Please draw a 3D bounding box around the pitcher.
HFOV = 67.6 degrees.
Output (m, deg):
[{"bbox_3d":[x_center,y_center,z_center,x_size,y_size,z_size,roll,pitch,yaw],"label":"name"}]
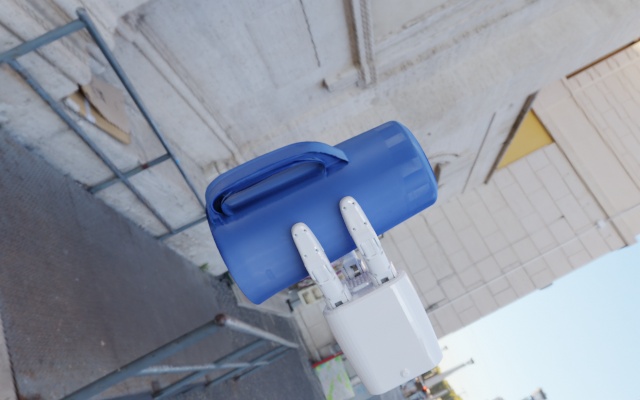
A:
[{"bbox_3d":[0.000,0.002,0.537,0.243,0.145,0.149,-27,3,1],"label":"pitcher"}]
